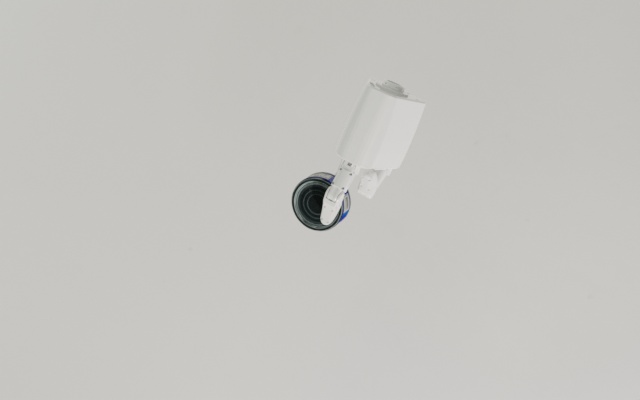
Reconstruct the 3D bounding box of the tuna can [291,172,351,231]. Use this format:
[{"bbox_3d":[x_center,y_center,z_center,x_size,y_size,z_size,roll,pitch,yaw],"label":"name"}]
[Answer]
[{"bbox_3d":[0.000,0.003,0.717,0.086,0.086,0.033,0,16,24],"label":"tuna can"}]
